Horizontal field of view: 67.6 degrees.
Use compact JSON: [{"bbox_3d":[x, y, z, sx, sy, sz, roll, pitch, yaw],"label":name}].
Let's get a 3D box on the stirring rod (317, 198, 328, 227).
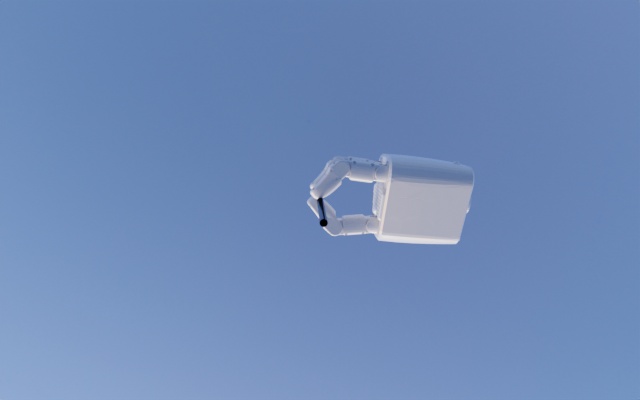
[{"bbox_3d":[0.000,0.002,0.574,0.011,0.011,0.239,0,9,-1],"label":"stirring rod"}]
